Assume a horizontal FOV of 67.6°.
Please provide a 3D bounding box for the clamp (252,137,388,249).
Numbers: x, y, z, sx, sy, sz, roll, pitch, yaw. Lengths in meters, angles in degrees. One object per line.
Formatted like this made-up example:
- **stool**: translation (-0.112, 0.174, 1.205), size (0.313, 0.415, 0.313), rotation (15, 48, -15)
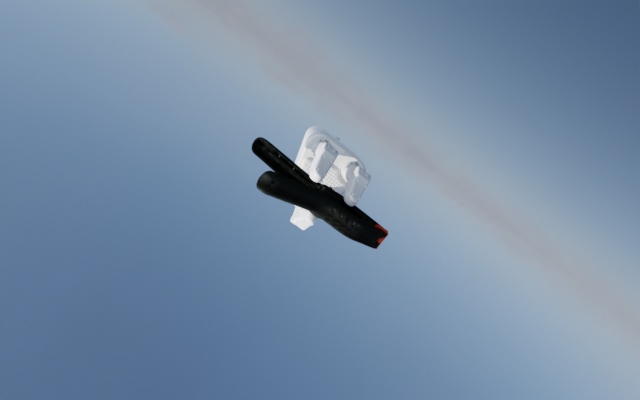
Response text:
- **clamp**: translation (0.000, 0.003, 0.589), size (0.210, 0.036, 0.164), rotation (35, 13, -14)
